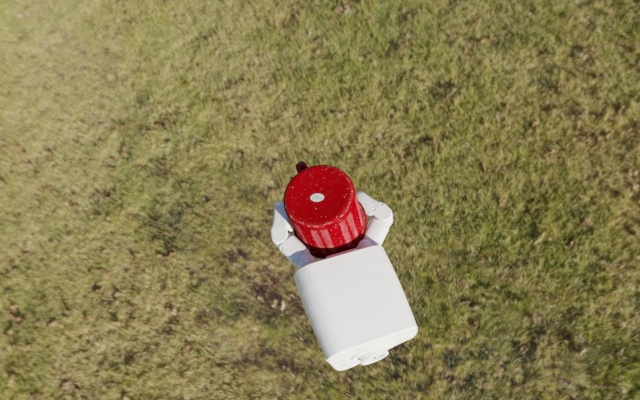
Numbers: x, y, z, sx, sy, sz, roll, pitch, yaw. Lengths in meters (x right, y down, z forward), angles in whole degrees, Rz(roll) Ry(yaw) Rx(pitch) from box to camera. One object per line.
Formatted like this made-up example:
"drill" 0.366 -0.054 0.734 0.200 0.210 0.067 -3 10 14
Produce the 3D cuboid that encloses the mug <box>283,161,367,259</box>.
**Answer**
"mug" 0.000 0.001 0.564 0.093 0.117 0.081 -25 -29 -1
